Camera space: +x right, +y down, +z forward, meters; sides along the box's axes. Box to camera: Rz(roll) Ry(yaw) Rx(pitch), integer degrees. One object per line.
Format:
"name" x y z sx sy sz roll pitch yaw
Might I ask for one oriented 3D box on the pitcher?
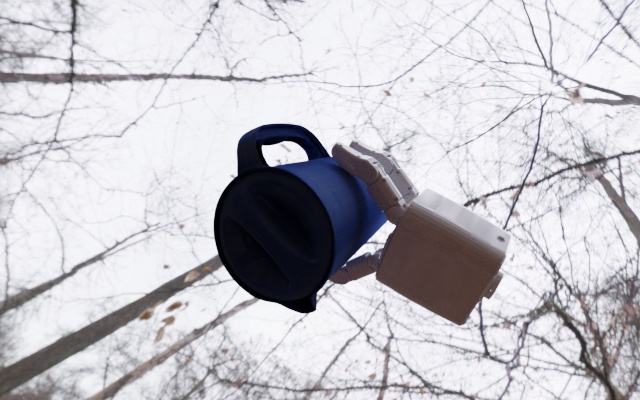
"pitcher" 0.000 0.002 0.541 0.145 0.149 0.243 28 23 18
